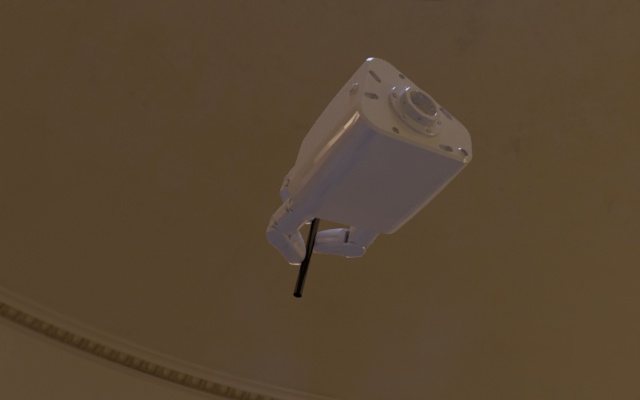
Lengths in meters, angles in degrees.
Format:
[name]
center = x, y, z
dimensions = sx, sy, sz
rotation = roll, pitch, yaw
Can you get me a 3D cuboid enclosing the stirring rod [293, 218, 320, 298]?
[stirring rod]
center = 0.000, 0.002, 0.518
dimensions = 0.011, 0.239, 0.011
rotation = 7, -44, 7
